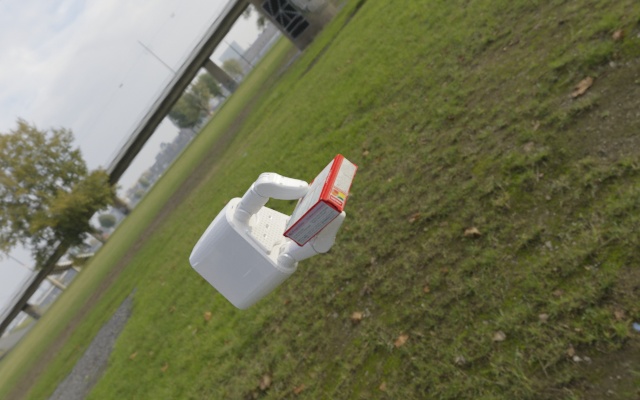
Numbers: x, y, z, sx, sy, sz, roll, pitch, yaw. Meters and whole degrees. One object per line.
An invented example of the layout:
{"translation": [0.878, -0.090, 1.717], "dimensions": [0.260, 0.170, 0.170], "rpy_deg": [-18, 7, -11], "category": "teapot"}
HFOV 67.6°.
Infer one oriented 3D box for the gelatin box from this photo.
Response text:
{"translation": [0.000, 0.001, 0.534], "dimensions": [0.030, 0.073, 0.089], "rpy_deg": [33, -43, -12], "category": "gelatin box"}
